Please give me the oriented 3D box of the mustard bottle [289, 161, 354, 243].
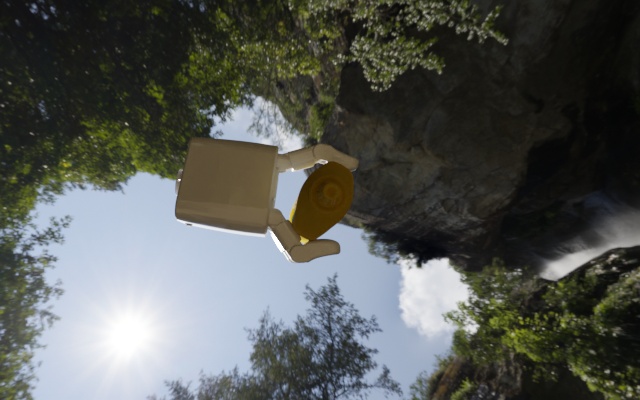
[{"bbox_3d":[0.000,0.002,0.574,0.058,0.096,0.191,32,-9,-1],"label":"mustard bottle"}]
